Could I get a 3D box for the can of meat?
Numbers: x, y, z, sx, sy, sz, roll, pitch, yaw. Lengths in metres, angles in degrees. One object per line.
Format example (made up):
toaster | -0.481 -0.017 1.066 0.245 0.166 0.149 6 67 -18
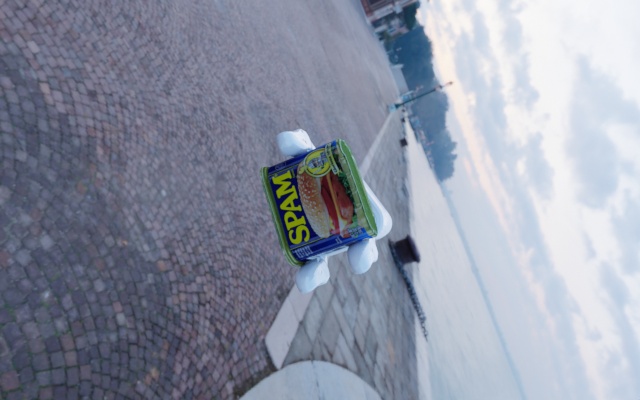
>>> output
can of meat | 0.000 0.001 0.455 0.084 0.102 0.057 -21 -13 13
